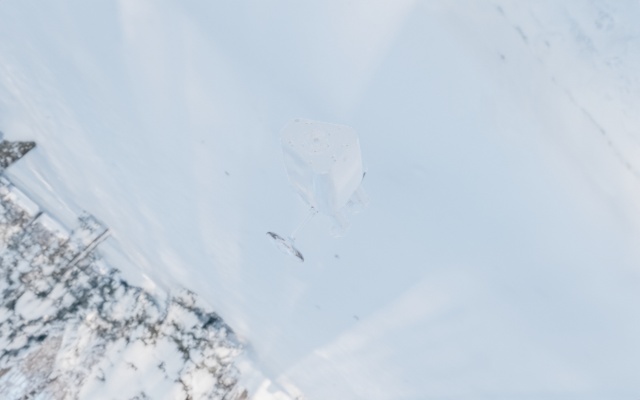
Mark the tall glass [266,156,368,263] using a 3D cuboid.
[{"bbox_3d":[0.000,0.003,0.791,0.079,0.201,0.079,31,-24,16],"label":"tall glass"}]
